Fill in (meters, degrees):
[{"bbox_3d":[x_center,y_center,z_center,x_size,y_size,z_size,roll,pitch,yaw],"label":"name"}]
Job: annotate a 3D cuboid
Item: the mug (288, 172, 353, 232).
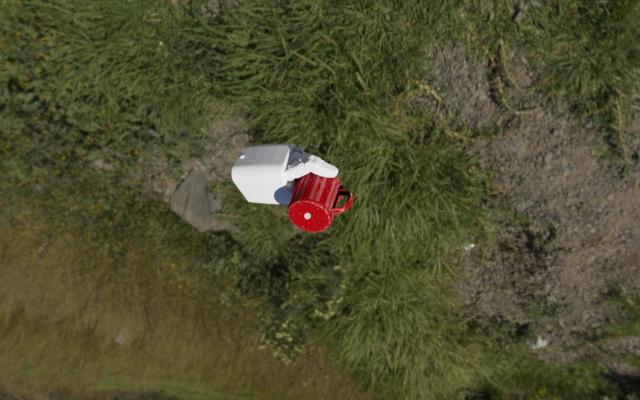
[{"bbox_3d":[0.001,0.003,0.861,0.117,0.093,0.081,1,43,17],"label":"mug"}]
